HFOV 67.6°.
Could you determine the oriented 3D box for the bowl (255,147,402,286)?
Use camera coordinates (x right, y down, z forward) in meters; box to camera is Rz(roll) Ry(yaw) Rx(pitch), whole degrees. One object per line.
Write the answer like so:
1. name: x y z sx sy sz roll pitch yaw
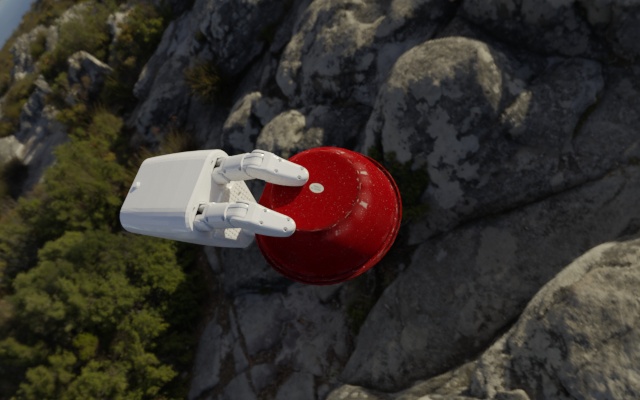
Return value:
1. bowl: 0.001 0.001 0.489 0.162 0.162 0.055 0 -28 15
